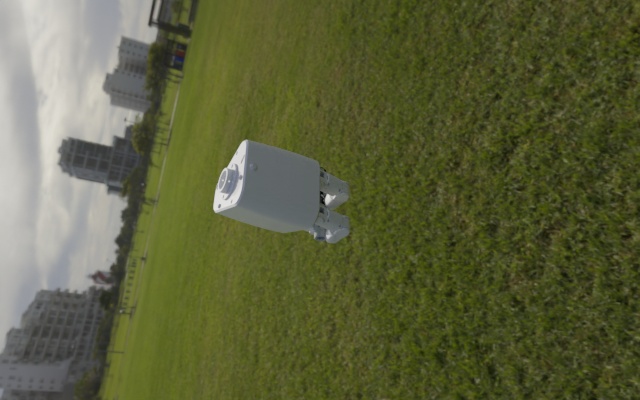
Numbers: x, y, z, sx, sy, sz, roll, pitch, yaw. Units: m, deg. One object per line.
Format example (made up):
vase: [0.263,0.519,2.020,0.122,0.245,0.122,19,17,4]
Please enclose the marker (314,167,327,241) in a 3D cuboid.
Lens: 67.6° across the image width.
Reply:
marker: [0.000,0.002,0.712,0.020,0.121,0.020,0,-30,0]
